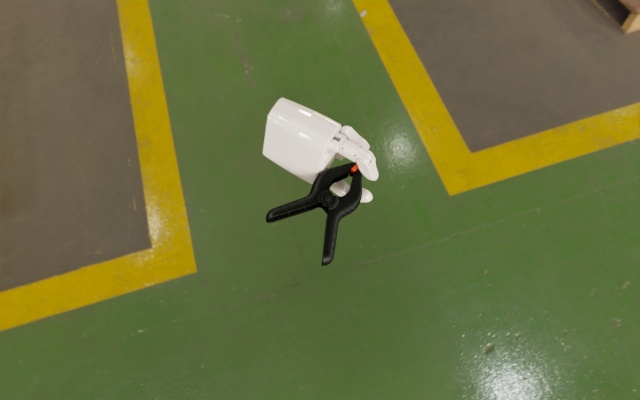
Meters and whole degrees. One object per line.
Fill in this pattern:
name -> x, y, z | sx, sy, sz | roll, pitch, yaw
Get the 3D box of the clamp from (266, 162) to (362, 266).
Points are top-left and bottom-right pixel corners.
clamp -> 0.000, 0.002, 0.736 | 0.120, 0.171, 0.039 | 31, -22, 1
